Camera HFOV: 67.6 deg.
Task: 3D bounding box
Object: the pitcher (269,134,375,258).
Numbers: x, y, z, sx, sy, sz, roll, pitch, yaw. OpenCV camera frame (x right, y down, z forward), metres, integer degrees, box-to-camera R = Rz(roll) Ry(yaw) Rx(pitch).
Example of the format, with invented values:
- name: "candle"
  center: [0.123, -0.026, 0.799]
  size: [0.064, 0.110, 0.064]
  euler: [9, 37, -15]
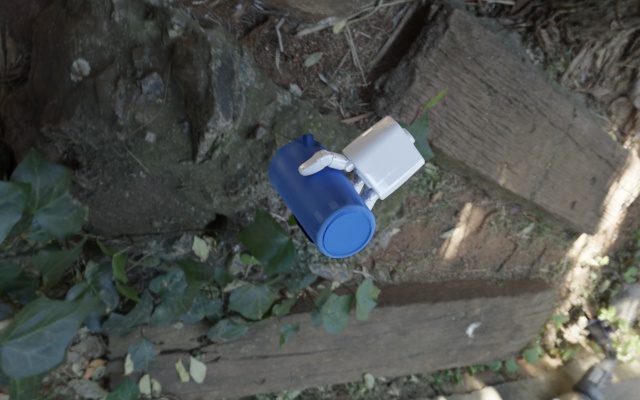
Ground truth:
- name: "pitcher"
  center: [0.000, 0.003, 0.882]
  size: [0.149, 0.145, 0.242]
  euler: [47, 5, -39]
